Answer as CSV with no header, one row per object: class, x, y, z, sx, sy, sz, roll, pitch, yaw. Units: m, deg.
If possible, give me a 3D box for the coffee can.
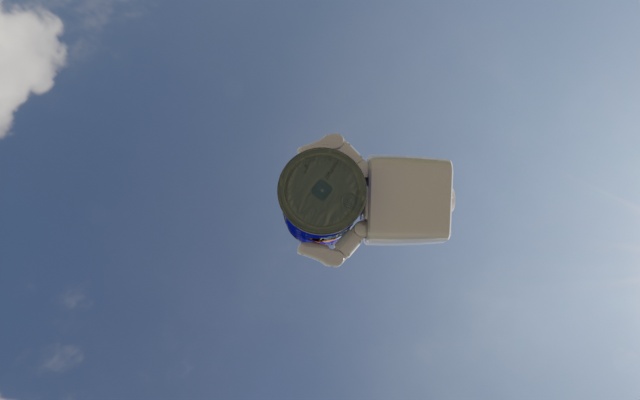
coffee can,0.000,0.002,0.611,0.103,0.102,0.140,0,-11,-2
